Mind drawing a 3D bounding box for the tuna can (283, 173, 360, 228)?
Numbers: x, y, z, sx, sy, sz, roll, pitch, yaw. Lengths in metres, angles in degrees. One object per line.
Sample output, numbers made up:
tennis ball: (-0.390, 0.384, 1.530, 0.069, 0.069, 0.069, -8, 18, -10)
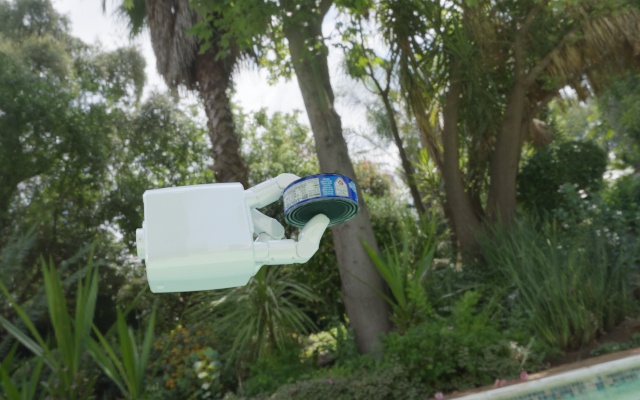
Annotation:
tuna can: (0.000, 0.001, 0.547, 0.086, 0.033, 0.086, -7, -23, -3)
